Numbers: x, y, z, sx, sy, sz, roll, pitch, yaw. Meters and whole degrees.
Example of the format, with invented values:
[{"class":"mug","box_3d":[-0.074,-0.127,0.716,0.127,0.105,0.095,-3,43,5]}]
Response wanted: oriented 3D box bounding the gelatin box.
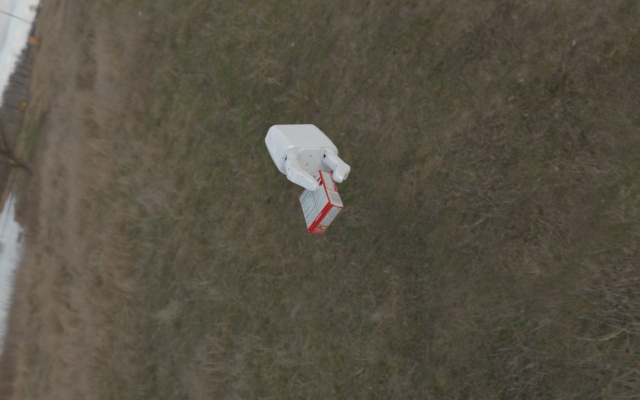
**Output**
[{"class":"gelatin box","box_3d":[0.000,0.003,0.820,0.030,0.089,0.073,16,-53,-30]}]
